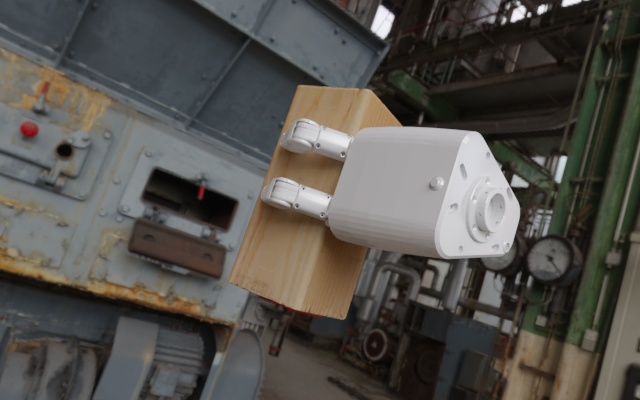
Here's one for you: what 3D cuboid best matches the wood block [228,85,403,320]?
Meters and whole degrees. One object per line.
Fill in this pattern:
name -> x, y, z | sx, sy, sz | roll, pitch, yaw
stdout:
wood block -> 0.001, 0.002, 0.475 | 0.090, 0.206, 0.091 | 13, -11, 35
